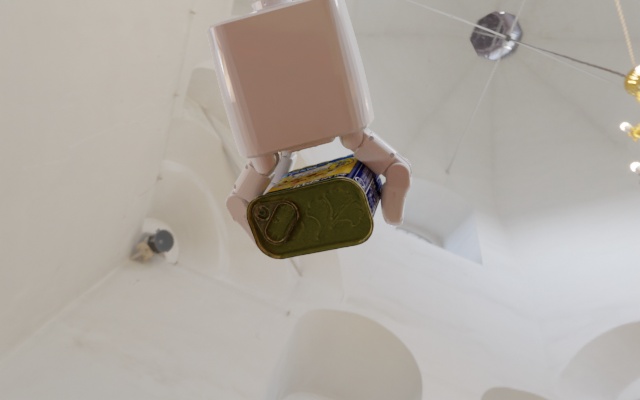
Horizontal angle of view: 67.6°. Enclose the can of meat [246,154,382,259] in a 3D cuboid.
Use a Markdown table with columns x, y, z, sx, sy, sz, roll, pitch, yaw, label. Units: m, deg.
| x | y | z | sx | sy | sz | roll | pitch | yaw | label |
| --- | --- | --- | --- | --- | --- | --- | --- | --- | --- |
| 0.000 | 0.001 | 0.412 | 0.102 | 0.057 | 0.084 | -13 | 17 | 20 | can of meat |
